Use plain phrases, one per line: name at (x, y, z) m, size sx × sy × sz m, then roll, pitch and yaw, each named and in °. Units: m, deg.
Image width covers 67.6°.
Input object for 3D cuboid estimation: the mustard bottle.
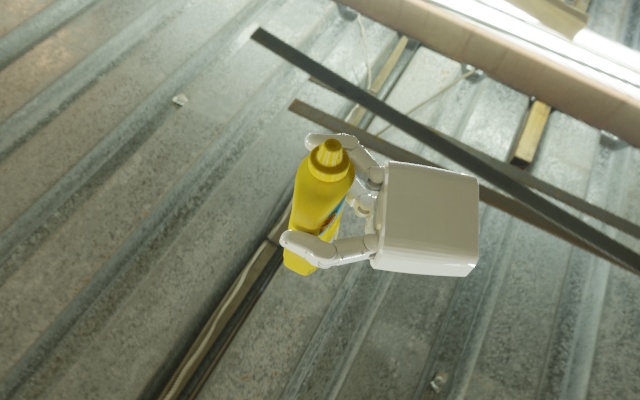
mustard bottle at (0.000, 0.002, 0.530) m, size 0.058 × 0.096 × 0.192 m, roll 27°, pitch -34°, yaw 9°
